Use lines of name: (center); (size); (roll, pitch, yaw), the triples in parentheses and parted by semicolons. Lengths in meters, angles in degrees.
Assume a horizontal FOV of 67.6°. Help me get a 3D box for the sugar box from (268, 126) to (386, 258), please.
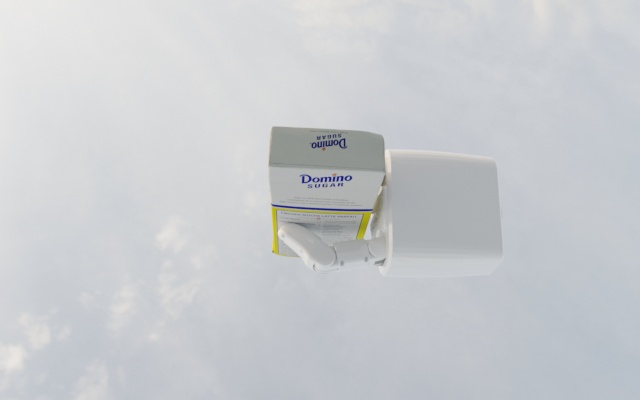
sugar box: (0.000, 0.001, 0.446); (0.093, 0.048, 0.176); (3, -32, -3)
